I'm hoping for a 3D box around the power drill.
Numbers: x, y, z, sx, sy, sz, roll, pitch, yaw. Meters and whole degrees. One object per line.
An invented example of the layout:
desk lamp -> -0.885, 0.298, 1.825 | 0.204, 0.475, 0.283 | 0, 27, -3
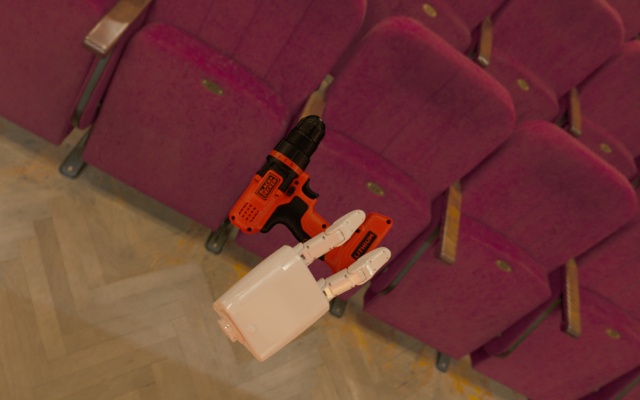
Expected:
power drill -> 0.000, 0.003, 0.639 | 0.187, 0.184, 0.057 | 36, -4, 1
